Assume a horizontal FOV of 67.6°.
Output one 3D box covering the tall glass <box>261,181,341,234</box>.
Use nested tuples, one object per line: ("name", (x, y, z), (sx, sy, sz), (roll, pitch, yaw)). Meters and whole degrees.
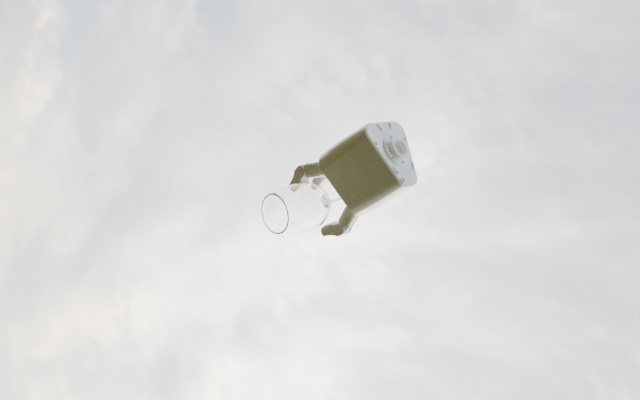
("tall glass", (0.001, 0.003, 0.778), (0.079, 0.079, 0.201), (0, 10, 45))
